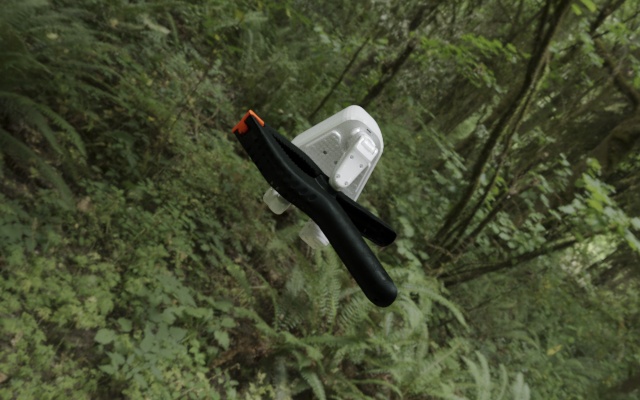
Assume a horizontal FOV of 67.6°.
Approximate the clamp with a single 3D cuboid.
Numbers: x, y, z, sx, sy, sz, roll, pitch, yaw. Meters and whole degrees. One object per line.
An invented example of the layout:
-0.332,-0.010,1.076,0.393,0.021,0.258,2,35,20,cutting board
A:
0.000,0.000,0.446,0.210,0.036,0.164,42,15,-11,clamp
